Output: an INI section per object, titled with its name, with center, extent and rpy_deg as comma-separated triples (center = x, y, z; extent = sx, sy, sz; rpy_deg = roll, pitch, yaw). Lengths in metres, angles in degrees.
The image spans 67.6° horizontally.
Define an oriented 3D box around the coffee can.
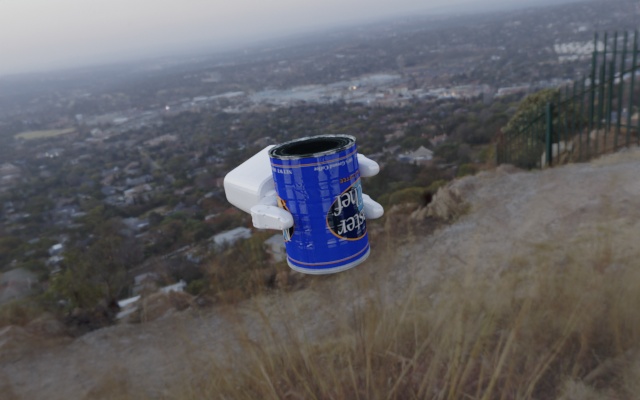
[coffee can]
center = 0.000, 0.002, 0.565
extent = 0.103, 0.140, 0.102
rpy_deg = -8, 18, 3
